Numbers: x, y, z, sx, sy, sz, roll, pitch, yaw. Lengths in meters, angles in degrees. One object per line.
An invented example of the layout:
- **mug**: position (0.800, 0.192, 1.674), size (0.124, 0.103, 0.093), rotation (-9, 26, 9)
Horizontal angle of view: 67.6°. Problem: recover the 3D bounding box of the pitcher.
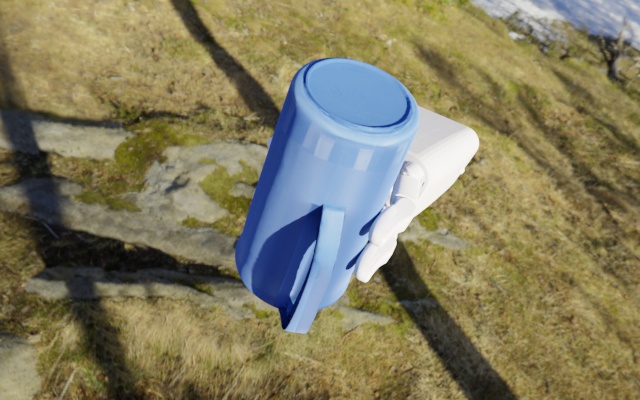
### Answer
- **pitcher**: position (0.000, 0.001, 0.452), size (0.145, 0.149, 0.243), rotation (-28, -27, -36)
